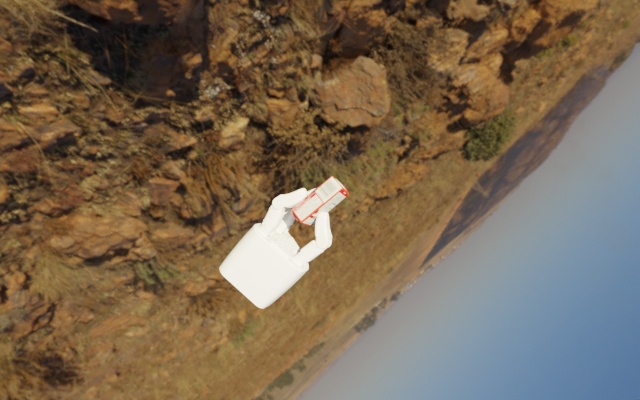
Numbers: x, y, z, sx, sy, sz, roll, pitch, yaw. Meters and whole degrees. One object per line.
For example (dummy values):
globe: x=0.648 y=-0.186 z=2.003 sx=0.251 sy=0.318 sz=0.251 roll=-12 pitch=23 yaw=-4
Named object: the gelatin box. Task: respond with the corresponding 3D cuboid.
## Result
gelatin box: x=0.001 y=0.003 z=0.781 sx=0.089 sy=0.030 sz=0.073 roll=-40 pitch=-13 yaw=5
